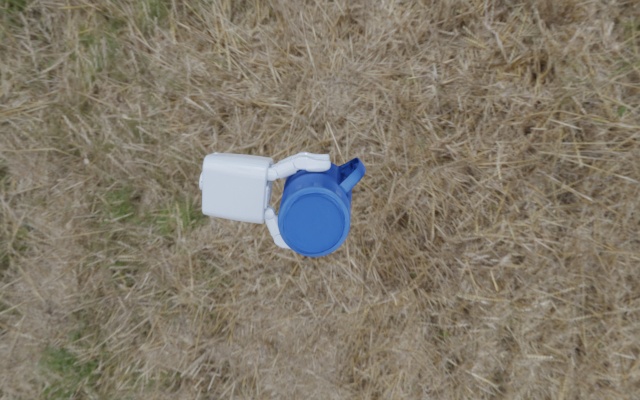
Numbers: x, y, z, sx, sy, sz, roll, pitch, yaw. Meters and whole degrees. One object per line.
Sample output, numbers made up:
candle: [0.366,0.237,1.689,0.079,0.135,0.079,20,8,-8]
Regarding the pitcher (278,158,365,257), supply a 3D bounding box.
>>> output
pitcher: [0.000,0.003,0.808,0.145,0.149,0.242,7,11,-1]
